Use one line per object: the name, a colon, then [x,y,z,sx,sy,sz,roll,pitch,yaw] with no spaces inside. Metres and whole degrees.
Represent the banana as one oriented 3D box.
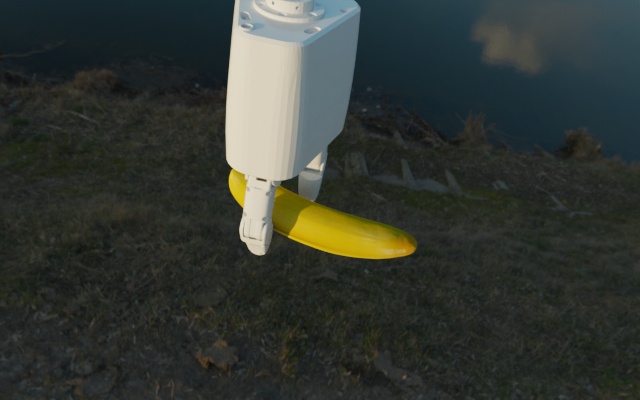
banana: [-0.013,0.009,0.426,0.197,0.037,0.069,27,42,20]
